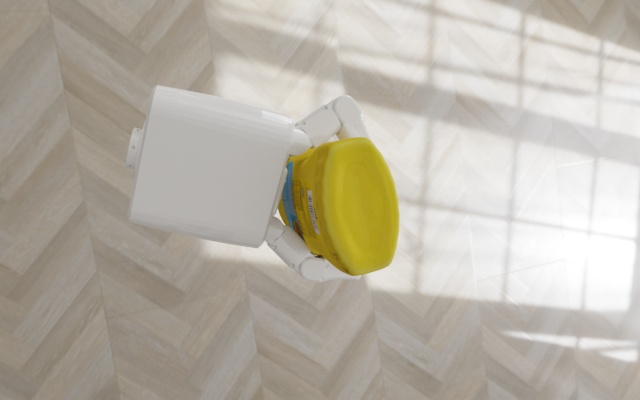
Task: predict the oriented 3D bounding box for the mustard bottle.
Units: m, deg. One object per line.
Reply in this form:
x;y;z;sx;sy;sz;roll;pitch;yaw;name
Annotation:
0.000;0.001;0.413;0.058;0.096;0.191;-14;6;-17;mustard bottle
